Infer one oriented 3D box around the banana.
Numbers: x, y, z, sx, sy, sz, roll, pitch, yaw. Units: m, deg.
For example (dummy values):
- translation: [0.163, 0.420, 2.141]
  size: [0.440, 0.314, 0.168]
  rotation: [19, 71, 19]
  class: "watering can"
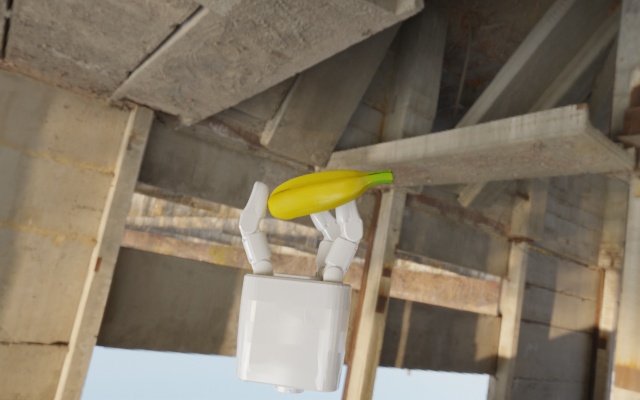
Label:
- translation: [-0.014, -0.001, 0.488]
  size: [0.069, 0.037, 0.198]
  rotation: [7, -11, -32]
  class: "banana"
